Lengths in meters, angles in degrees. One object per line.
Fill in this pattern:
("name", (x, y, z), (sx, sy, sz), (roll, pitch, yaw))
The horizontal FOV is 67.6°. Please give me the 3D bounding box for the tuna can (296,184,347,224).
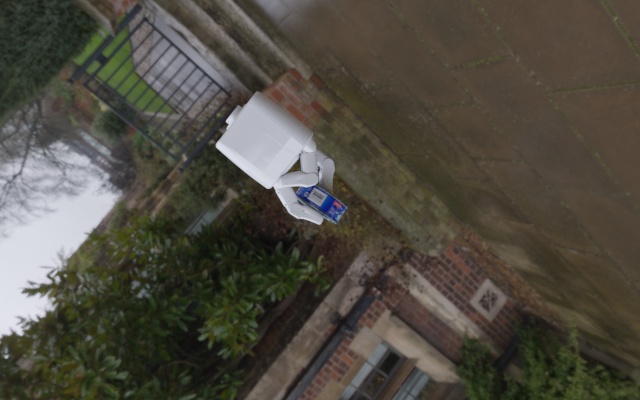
("tuna can", (0.000, 0.003, 0.794), (0.086, 0.034, 0.086), (33, -6, 4))
